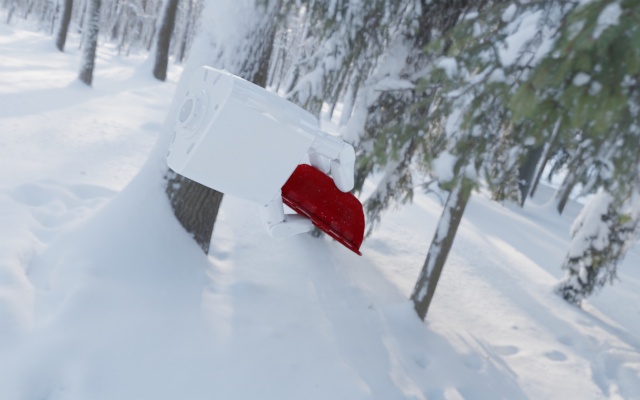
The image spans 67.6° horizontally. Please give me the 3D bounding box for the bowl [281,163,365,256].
[{"bbox_3d":[0.001,0.002,0.600,0.162,0.055,0.162,35,-5,3],"label":"bowl"}]
